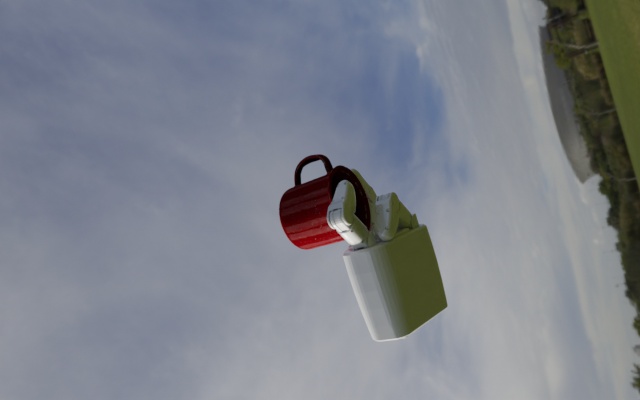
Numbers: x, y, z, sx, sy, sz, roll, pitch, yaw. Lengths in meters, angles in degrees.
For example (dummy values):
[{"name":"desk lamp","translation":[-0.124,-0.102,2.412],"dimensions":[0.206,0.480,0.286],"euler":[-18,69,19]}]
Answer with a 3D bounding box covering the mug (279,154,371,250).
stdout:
[{"name":"mug","translation":[-0.001,0.001,0.586],"dimensions":[0.081,0.117,0.093],"euler":[-18,-2,31]}]
